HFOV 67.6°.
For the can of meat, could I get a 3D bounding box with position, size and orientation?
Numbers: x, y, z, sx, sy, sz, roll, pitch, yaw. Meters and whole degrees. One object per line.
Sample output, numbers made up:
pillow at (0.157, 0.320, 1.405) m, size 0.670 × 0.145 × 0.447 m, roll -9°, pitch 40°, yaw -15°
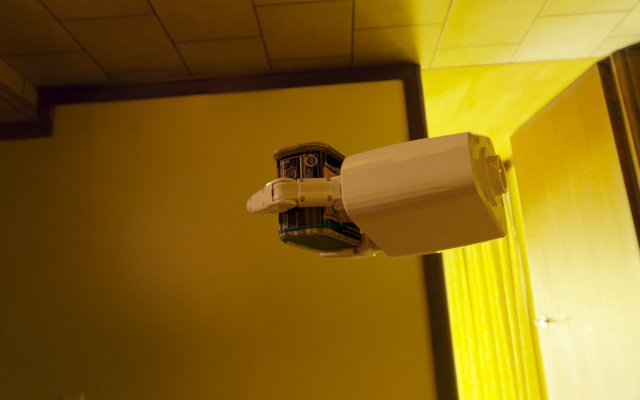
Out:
can of meat at (0.000, 0.002, 0.458) m, size 0.057 × 0.084 × 0.102 m, roll -11°, pitch -18°, yaw 26°
